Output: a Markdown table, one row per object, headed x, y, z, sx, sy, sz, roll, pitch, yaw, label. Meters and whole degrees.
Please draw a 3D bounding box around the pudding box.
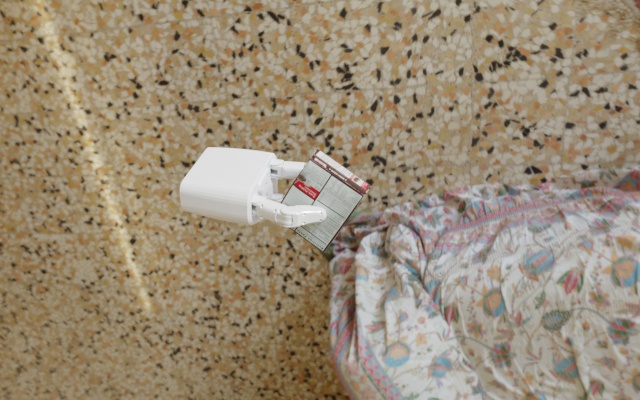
| x | y | z | sx | sy | sz | roll | pitch | yaw | label |
| --- | --- | --- | --- | --- | --- | --- | --- | --- | --- |
| 0.000 | 0.002 | 0.647 | 0.090 | 0.113 | 0.039 | 35 | 31 | 1 | pudding box |
